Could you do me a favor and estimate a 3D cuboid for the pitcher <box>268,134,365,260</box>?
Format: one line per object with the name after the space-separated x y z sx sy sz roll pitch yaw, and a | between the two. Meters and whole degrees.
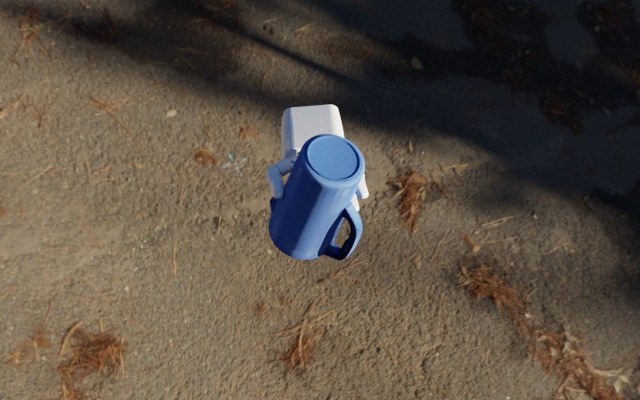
0.000 0.003 0.845 0.149 0.145 0.243 3 -32 -15 | pitcher
